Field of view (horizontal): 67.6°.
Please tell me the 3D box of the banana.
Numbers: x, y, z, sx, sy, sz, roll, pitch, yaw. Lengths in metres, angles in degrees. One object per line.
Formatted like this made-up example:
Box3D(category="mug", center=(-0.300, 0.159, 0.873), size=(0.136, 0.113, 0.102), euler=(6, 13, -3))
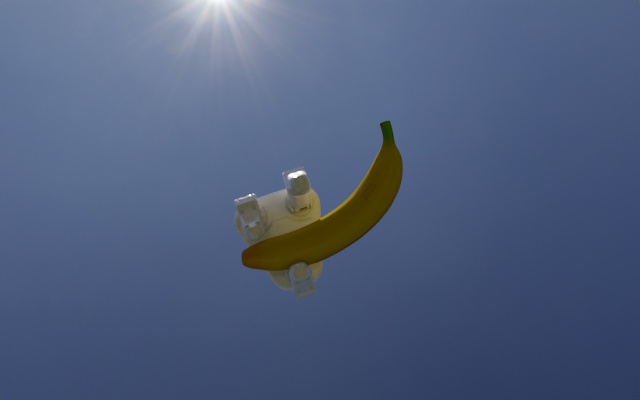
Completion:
Box3D(category="banana", center=(0.015, 0.013, 0.465), size=(0.198, 0.069, 0.037), euler=(-43, -4, -7))
